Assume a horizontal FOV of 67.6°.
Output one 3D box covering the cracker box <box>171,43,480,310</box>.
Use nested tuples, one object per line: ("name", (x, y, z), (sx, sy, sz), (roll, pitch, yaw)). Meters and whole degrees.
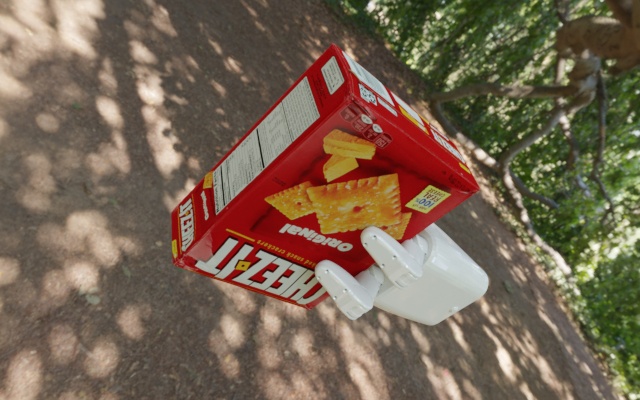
("cracker box", (0.000, 0.001, 0.414), (0.164, 0.072, 0.214), (28, -57, -37))
